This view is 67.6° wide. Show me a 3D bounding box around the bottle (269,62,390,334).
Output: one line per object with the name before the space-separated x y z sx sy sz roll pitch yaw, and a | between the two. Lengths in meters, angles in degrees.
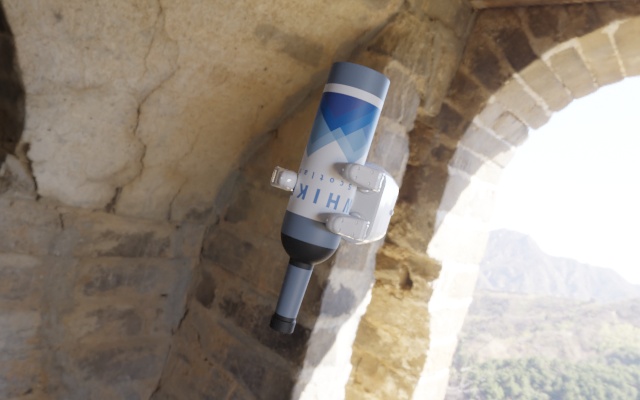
bottle | 0.000 0.001 0.524 0.069 0.295 0.069 17 1 0
